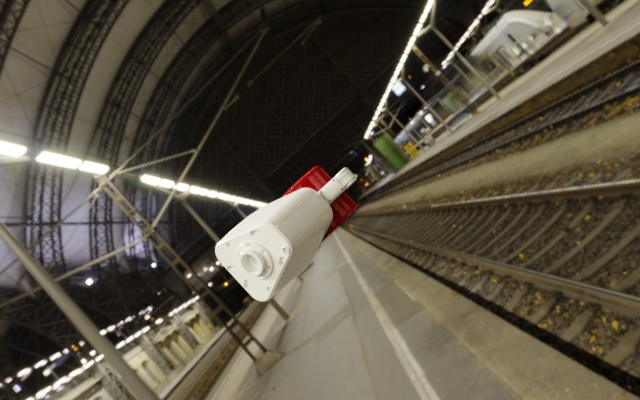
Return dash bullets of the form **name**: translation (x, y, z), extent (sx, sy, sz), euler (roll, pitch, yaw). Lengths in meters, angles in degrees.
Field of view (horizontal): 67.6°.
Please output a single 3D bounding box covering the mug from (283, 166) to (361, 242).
- **mug**: translation (0.001, 0.001, 0.680), extent (0.093, 0.081, 0.117), euler (-44, -1, 33)
